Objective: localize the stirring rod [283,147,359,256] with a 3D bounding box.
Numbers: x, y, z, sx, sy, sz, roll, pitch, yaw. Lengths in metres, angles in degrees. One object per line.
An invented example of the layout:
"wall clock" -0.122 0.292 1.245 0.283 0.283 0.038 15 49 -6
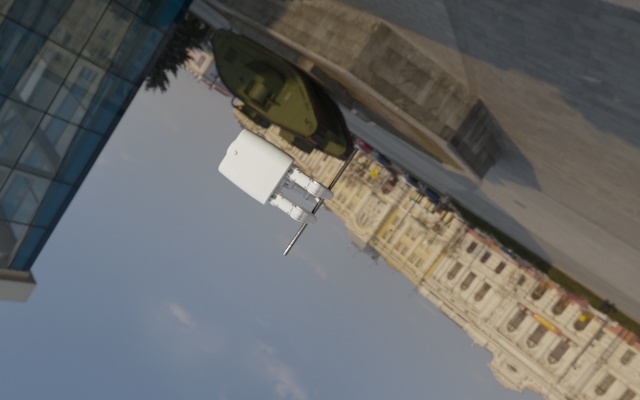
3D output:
"stirring rod" 0.000 0.003 0.882 0.011 0.239 0.011 34 7 -5
